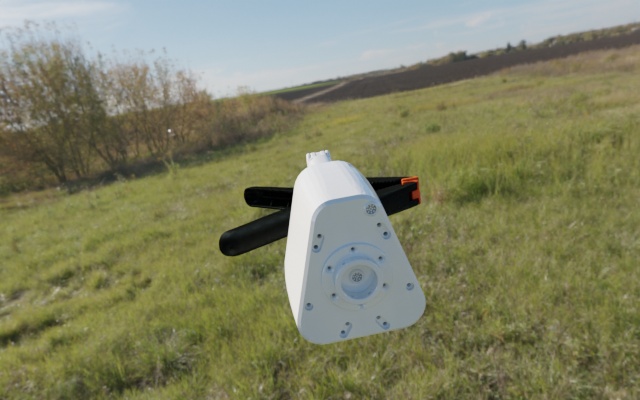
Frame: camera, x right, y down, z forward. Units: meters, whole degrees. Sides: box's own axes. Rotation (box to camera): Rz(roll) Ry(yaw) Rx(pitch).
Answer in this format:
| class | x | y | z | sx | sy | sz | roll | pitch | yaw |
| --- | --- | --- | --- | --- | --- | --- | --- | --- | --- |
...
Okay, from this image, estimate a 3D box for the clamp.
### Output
| class | x | y | z | sx | sy | sz | roll | pitch | yaw |
| --- | --- | --- | --- | --- | --- | --- | --- | --- | --- |
| clamp | 0.001 | 0.001 | 0.519 | 0.210 | 0.036 | 0.164 | -11 | 19 | -4 |
